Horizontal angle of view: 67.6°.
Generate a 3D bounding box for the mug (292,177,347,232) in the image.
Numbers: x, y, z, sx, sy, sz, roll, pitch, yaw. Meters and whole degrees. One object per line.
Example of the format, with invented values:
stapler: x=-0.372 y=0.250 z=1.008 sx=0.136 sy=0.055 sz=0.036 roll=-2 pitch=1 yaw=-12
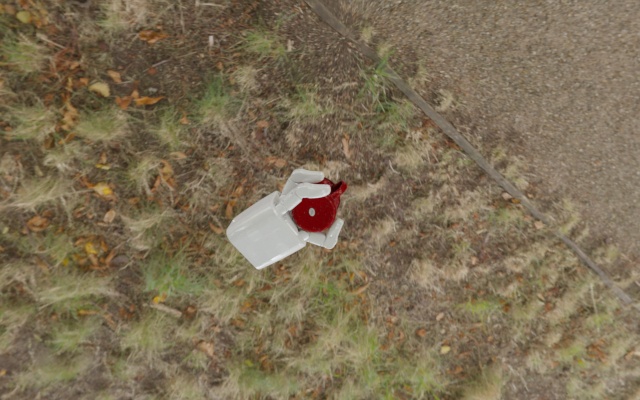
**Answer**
mug: x=0.001 y=0.002 z=0.893 sx=0.117 sy=0.093 sz=0.081 roll=-31 pitch=15 yaw=13
